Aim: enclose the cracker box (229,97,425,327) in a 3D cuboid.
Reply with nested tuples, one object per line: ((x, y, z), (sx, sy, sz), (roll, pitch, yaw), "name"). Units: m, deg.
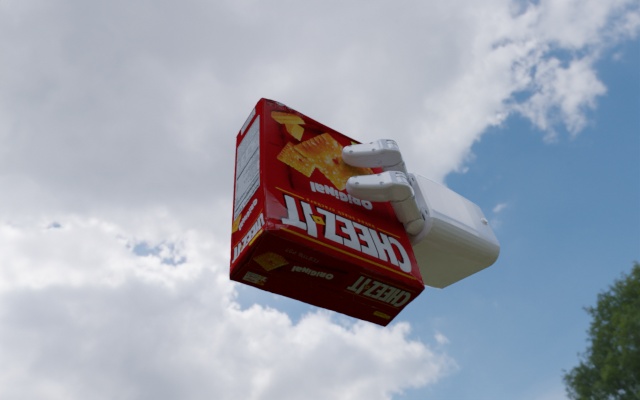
((0.000, 0.002, 0.479), (0.164, 0.072, 0.213), (22, 34, -24), "cracker box")
